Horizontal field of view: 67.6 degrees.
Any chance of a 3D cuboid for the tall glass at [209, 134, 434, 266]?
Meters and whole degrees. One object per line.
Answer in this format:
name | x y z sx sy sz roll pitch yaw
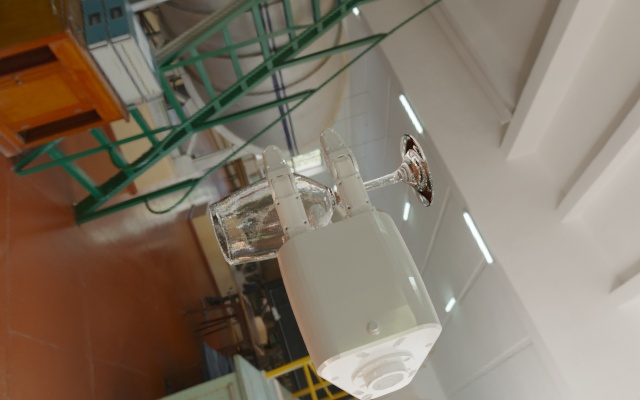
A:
tall glass | 0.001 0.001 0.456 0.201 0.079 0.079 -18 1 -4
